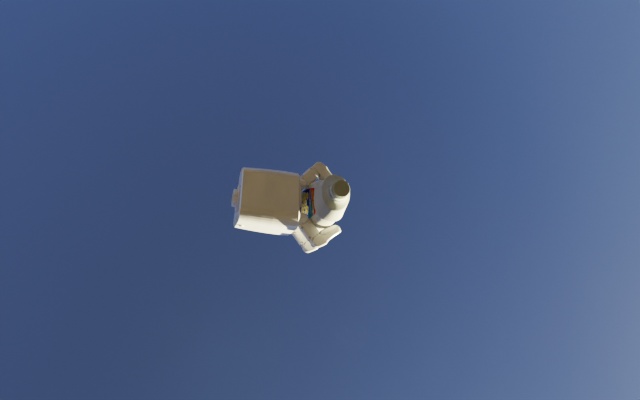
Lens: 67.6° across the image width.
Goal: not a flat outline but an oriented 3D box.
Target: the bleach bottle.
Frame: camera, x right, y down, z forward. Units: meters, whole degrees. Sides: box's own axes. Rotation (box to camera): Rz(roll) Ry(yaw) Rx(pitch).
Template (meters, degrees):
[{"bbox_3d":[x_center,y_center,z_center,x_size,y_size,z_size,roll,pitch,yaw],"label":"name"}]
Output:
[{"bbox_3d":[0.000,0.003,0.879,0.068,0.102,0.251,8,-16,-14],"label":"bleach bottle"}]
